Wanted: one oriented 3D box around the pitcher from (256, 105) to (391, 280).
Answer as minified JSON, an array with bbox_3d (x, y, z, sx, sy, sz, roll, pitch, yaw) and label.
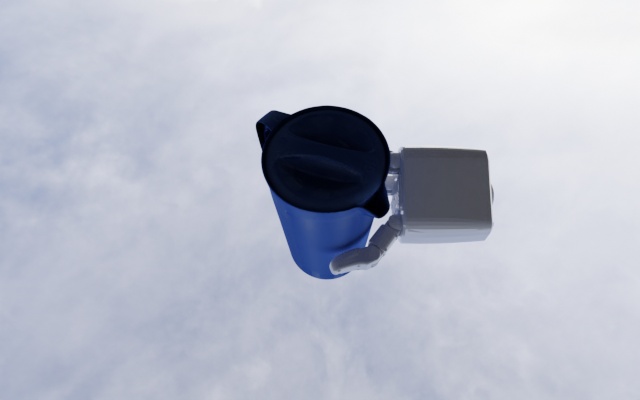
[{"bbox_3d":[0.000,0.002,0.592,0.145,0.149,0.243,-2,-29,0],"label":"pitcher"}]
